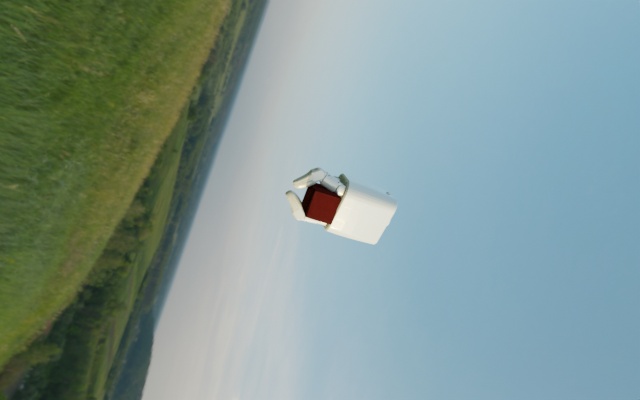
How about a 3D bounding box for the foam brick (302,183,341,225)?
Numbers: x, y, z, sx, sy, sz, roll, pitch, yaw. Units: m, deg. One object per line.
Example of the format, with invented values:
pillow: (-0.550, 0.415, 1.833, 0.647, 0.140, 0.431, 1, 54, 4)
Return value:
foam brick: (0.000, 0.003, 0.871, 0.051, 0.053, 0.078, 19, 13, -13)
